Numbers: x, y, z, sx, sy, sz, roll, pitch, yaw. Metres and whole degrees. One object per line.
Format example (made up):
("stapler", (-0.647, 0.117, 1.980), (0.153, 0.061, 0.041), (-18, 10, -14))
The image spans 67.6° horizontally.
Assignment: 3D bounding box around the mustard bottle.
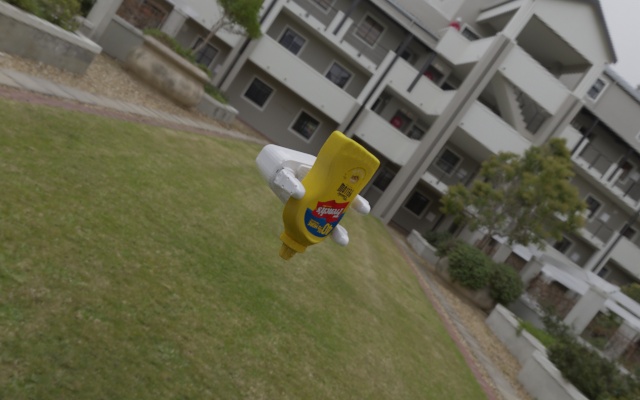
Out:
("mustard bottle", (0.000, 0.002, 0.675), (0.058, 0.191, 0.096), (39, 6, 36))
